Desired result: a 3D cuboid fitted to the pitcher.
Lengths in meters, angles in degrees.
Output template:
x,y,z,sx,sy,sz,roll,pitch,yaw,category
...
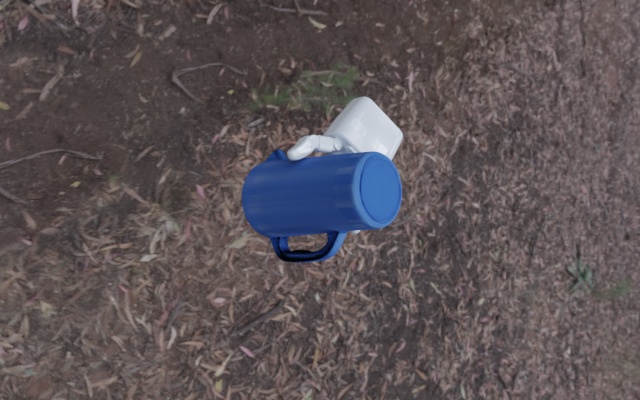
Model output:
x,y,z,sx,sy,sz,roll,pitch,yaw,category
0.000,0.002,0.737,0.243,0.149,0.145,-4,40,46,pitcher
